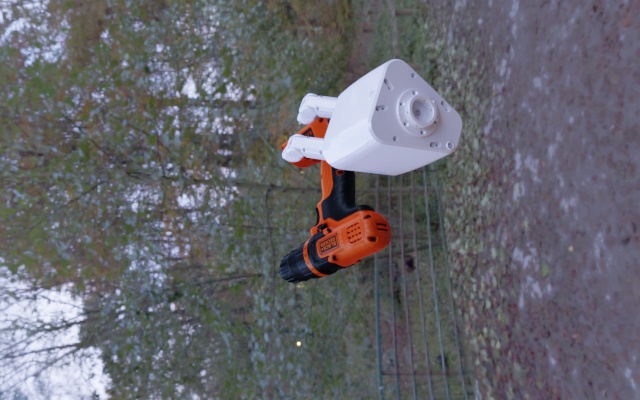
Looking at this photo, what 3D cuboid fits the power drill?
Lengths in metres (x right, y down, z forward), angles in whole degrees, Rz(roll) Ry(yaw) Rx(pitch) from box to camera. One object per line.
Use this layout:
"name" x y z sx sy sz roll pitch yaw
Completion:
"power drill" 0.000 0.001 0.613 0.057 0.187 0.184 8 -27 -43
